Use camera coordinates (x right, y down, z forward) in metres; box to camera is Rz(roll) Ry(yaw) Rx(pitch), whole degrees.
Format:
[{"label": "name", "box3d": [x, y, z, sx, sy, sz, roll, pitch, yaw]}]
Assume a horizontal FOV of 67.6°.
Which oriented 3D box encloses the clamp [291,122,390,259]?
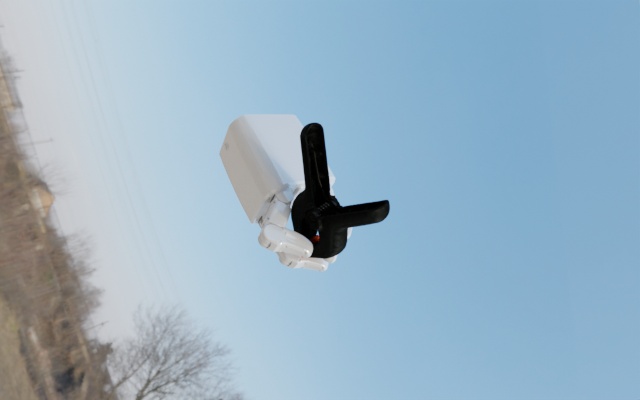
[{"label": "clamp", "box3d": [0.001, 0.002, 0.505, 0.039, 0.120, 0.171, -19, -19, -32]}]
